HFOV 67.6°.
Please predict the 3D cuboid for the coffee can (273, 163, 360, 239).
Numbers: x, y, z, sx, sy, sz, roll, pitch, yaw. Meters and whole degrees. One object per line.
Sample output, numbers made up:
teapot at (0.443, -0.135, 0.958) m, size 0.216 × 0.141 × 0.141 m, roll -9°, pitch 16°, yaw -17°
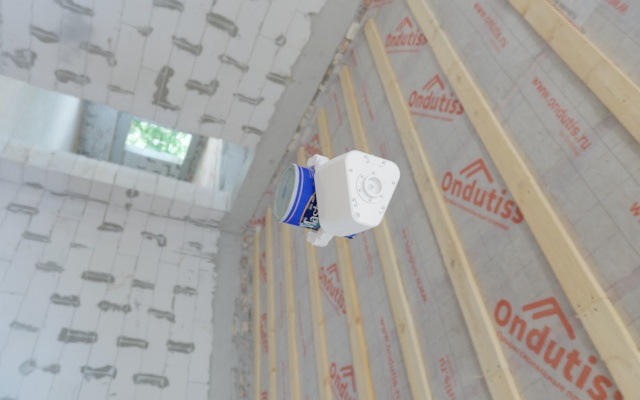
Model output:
coffee can at (0.000, 0.003, 0.832) m, size 0.140 × 0.103 × 0.103 m, roll 15°, pitch -6°, yaw -21°
